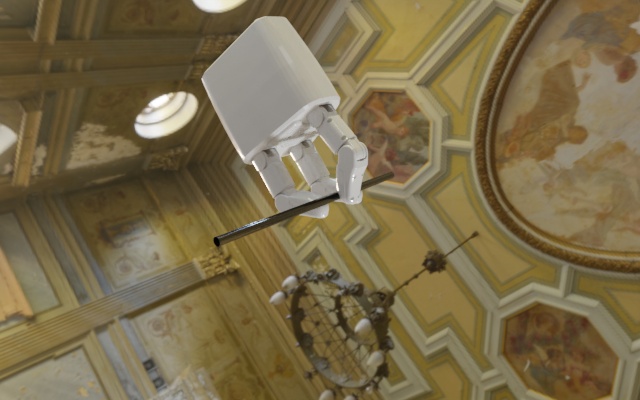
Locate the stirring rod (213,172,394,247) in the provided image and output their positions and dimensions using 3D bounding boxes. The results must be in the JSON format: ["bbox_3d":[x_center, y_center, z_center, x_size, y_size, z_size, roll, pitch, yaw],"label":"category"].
[{"bbox_3d":[0.000,0.001,0.448,0.011,0.011,0.239,0,14,43],"label":"stirring rod"}]
